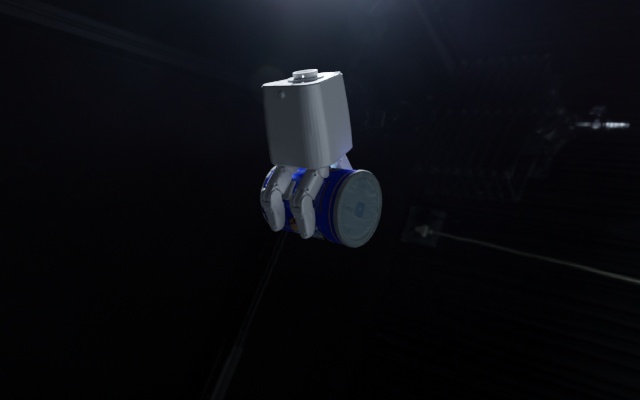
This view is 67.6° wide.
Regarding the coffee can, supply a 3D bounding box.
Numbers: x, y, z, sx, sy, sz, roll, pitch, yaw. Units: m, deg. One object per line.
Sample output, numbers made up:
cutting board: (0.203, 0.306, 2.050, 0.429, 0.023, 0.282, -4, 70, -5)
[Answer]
coffee can: (0.000, 0.002, 0.671, 0.140, 0.103, 0.103, 10, 6, 39)
